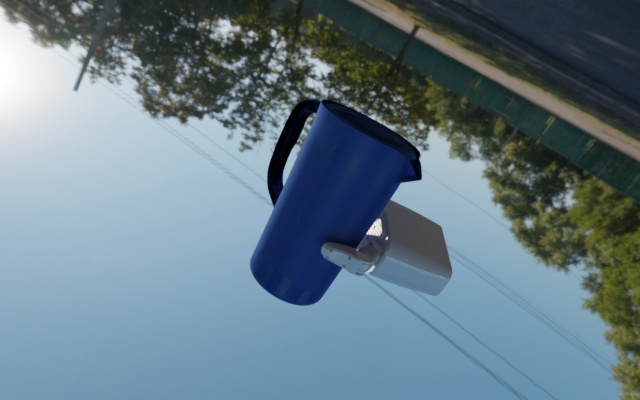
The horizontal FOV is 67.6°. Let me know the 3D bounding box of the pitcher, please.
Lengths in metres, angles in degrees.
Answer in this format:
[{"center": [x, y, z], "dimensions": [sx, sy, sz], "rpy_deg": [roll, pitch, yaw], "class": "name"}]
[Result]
[{"center": [0.000, 0.002, 0.600], "dimensions": [0.145, 0.243, 0.149], "rpy_deg": [23, 20, -19], "class": "pitcher"}]
